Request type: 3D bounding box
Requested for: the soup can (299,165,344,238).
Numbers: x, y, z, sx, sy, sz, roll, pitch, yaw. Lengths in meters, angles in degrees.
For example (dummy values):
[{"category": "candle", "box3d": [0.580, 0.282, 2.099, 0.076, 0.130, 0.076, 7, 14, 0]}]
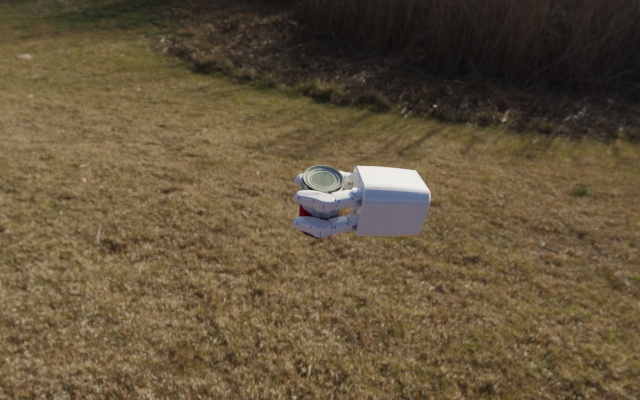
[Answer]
[{"category": "soup can", "box3d": [0.000, 0.002, 0.775, 0.068, 0.102, 0.068, 4, 42, -3]}]
